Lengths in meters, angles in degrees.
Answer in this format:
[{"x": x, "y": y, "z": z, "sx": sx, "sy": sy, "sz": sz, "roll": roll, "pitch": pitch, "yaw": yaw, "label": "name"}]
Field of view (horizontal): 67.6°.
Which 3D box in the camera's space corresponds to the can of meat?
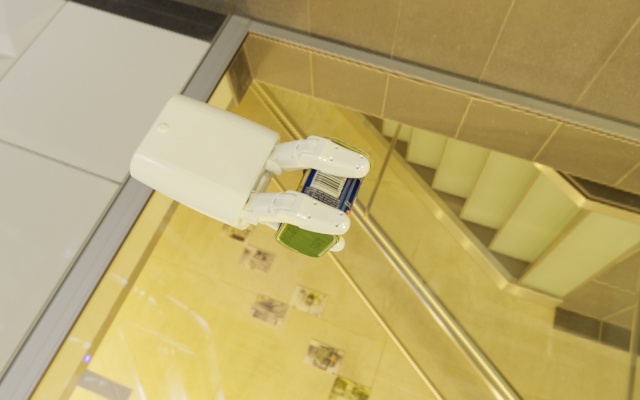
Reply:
[{"x": 0.000, "y": 0.002, "z": 0.457, "sx": 0.057, "sy": 0.084, "sz": 0.102, "roll": 26, "pitch": -24, "yaw": -4, "label": "can of meat"}]
